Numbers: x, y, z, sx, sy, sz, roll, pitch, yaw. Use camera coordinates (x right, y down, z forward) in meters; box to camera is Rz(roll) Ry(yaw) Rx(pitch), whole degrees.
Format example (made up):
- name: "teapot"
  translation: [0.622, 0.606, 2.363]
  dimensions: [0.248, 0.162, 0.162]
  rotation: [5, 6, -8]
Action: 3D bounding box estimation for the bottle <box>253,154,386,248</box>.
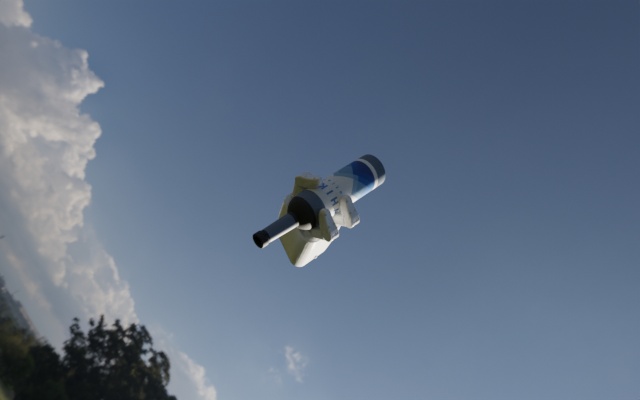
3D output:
- name: "bottle"
  translation: [0.000, 0.003, 0.863]
  dimensions: [0.295, 0.069, 0.069]
  rotation: [-32, 19, -34]
